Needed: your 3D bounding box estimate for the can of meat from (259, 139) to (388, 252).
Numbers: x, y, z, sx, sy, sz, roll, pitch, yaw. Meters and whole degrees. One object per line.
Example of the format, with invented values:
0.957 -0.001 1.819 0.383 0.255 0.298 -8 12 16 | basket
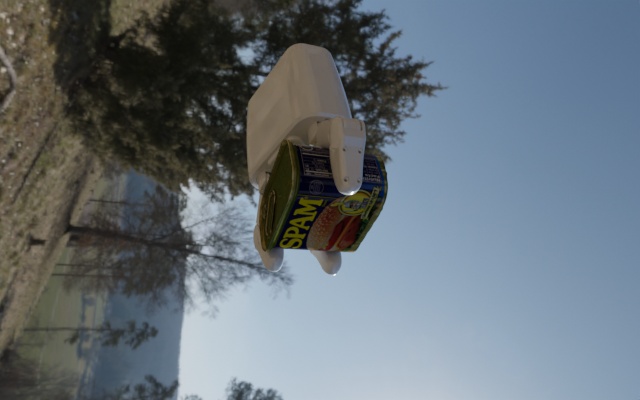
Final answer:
0.000 0.001 0.408 0.084 0.057 0.102 5 -41 -20 | can of meat
